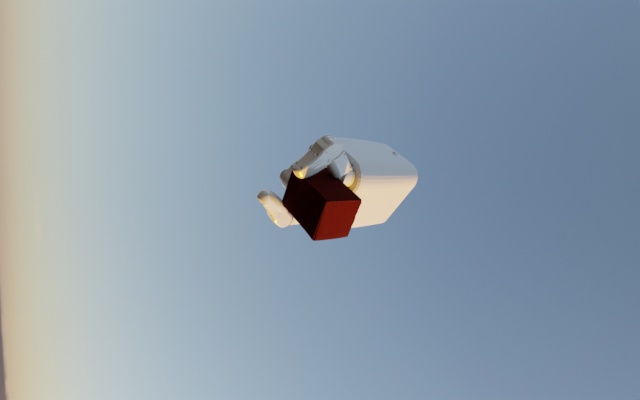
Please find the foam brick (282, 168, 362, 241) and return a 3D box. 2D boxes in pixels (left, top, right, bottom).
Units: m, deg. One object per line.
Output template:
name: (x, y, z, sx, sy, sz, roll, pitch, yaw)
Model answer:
foam brick: (0.000, 0.002, 0.547, 0.051, 0.053, 0.078, -1, 33, -37)
